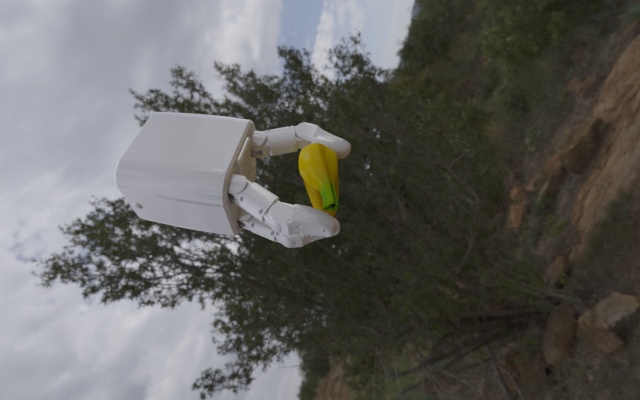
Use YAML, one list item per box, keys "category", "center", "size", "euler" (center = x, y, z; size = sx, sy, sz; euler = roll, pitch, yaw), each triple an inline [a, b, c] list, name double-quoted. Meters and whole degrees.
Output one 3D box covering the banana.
- category: "banana"
  center: [0.000, -0.017, 0.476]
  size: [0.037, 0.069, 0.198]
  euler: [-1, -5, 2]
